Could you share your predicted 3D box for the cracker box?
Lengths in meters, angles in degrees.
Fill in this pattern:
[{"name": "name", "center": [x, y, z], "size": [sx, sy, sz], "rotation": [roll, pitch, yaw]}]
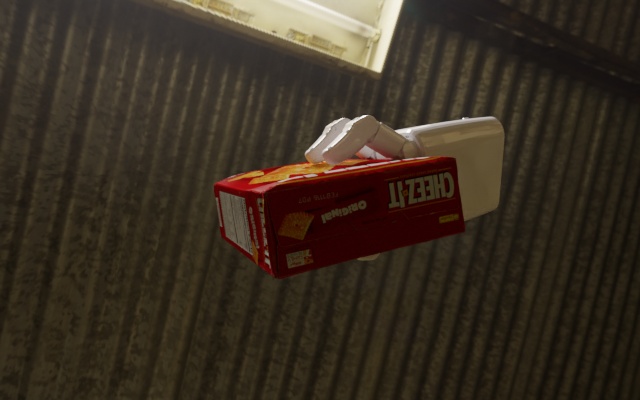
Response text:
[{"name": "cracker box", "center": [0.000, 0.002, 0.449], "size": [0.164, 0.072, 0.213], "rotation": [-12, 8, -21]}]
